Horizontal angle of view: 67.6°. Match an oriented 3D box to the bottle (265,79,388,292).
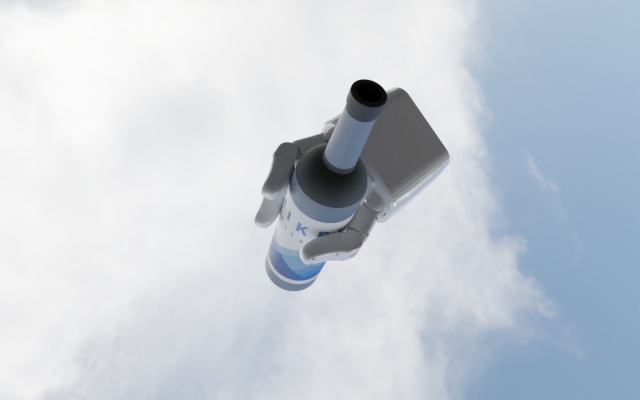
[{"bbox_3d":[0.000,0.002,0.454,0.069,0.069,0.296,0,-32,-16],"label":"bottle"}]
